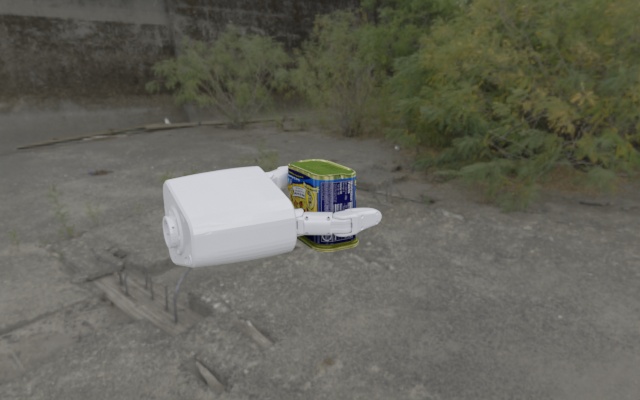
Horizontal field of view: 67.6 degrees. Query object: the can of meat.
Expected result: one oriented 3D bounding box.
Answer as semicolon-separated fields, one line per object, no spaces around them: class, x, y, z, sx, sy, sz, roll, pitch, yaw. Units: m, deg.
can of meat;0.000;0.001;0.547;0.057;0.084;0.102;-8;17;-26
